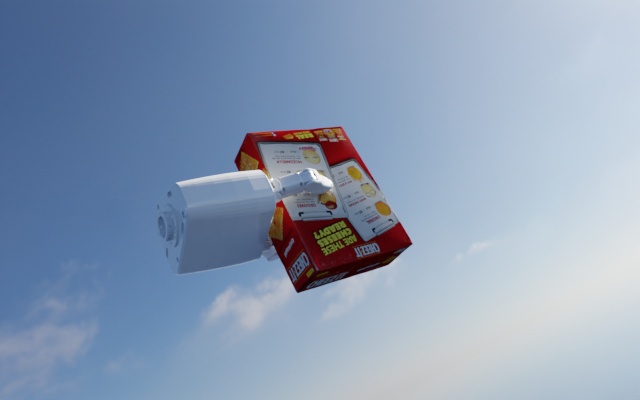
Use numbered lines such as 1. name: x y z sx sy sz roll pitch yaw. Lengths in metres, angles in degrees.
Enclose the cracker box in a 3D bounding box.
1. cracker box: 0.000 0.002 0.651 0.164 0.213 0.072 -10 -29 -36
